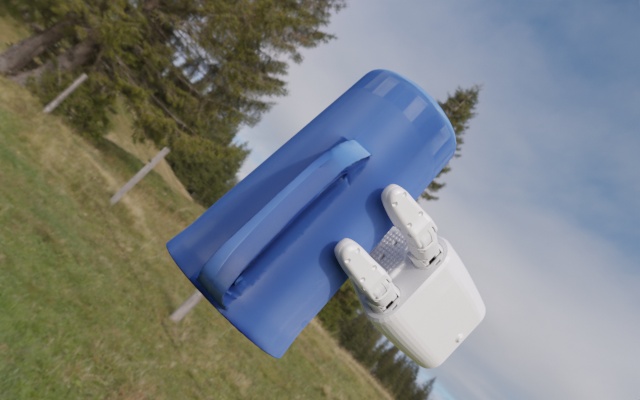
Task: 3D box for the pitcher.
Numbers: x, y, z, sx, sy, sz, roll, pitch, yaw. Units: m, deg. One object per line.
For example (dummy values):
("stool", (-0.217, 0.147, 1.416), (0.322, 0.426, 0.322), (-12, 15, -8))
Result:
("pitcher", (0.000, 0.001, 0.403), (0.145, 0.243, 0.149), (50, -10, -34))
